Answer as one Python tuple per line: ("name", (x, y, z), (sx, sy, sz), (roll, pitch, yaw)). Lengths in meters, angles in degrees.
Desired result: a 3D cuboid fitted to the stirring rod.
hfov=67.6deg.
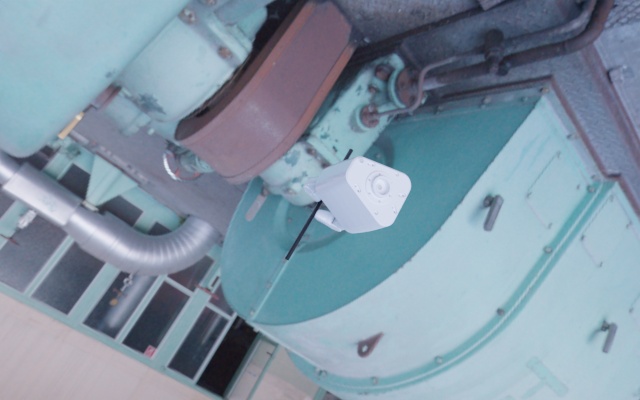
("stirring rod", (0.000, 0.003, 0.856), (0.011, 0.239, 0.011), (27, -19, 10))
